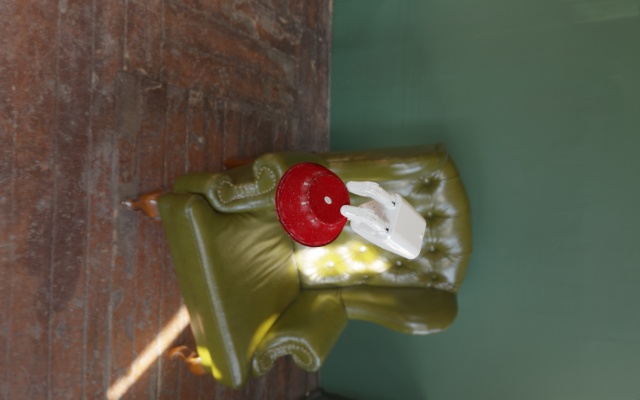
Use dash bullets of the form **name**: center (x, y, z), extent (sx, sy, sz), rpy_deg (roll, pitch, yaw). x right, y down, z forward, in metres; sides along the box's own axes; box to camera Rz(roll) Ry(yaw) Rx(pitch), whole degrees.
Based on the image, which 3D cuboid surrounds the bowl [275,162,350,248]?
- **bowl**: center (-0.001, 0.003, 0.863), extent (0.162, 0.162, 0.055), rpy_deg (0, -10, -35)
